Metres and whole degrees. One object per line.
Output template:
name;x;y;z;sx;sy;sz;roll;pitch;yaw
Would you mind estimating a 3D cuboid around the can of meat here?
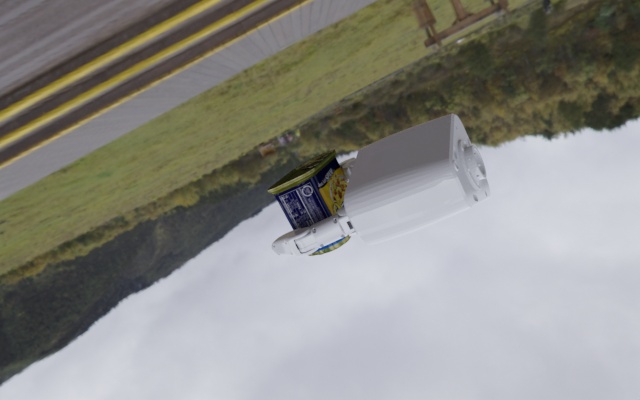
can of meat;0.000;0.002;0.517;0.057;0.084;0.102;-23;11;26
